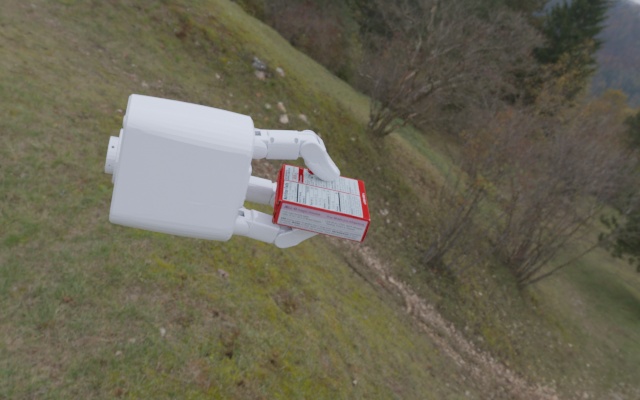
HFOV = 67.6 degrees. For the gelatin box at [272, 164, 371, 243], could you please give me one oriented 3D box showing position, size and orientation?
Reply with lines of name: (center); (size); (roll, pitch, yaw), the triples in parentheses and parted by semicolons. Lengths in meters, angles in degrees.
gelatin box: (0.001, 0.001, 0.464); (0.089, 0.030, 0.073); (12, 31, -8)
